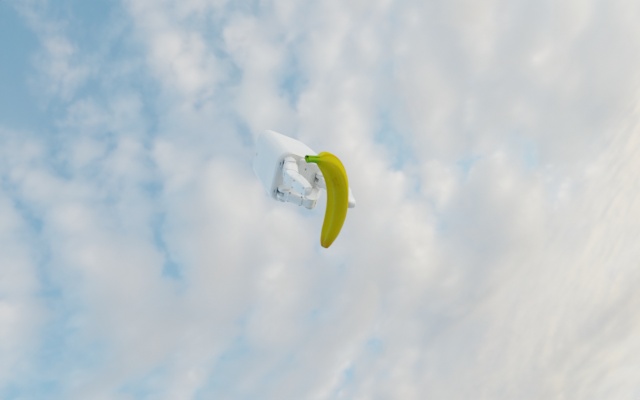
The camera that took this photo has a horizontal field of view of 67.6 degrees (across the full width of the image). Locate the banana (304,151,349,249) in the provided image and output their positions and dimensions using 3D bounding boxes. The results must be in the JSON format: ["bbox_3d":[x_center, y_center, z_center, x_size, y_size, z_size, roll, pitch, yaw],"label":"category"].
[{"bbox_3d":[0.016,-0.007,0.773,0.069,0.198,0.037,-24,41,-16],"label":"banana"}]
